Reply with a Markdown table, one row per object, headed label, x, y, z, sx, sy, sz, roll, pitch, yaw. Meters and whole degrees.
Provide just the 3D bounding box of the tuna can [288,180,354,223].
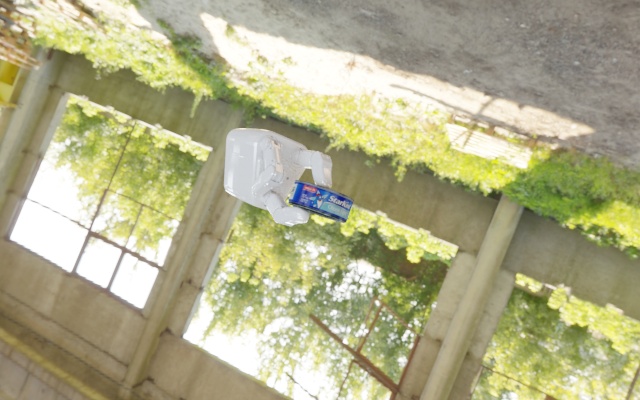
| label | x | y | z | sx | sy | sz | roll | pitch | yaw |
| --- | --- | --- | --- | --- | --- | --- | --- | --- | --- |
| tuna can | 0.000 | 0.003 | 0.649 | 0.086 | 0.034 | 0.086 | 19 | -5 | 2 |
